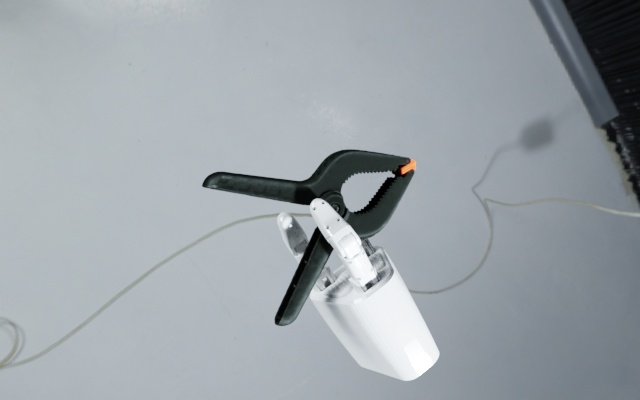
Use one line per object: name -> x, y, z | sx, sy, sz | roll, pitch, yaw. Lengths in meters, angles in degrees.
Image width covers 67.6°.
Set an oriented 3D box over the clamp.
clamp -> 0.001, 0.001, 0.477 | 0.210, 0.164, 0.036 | -35, 13, -13
